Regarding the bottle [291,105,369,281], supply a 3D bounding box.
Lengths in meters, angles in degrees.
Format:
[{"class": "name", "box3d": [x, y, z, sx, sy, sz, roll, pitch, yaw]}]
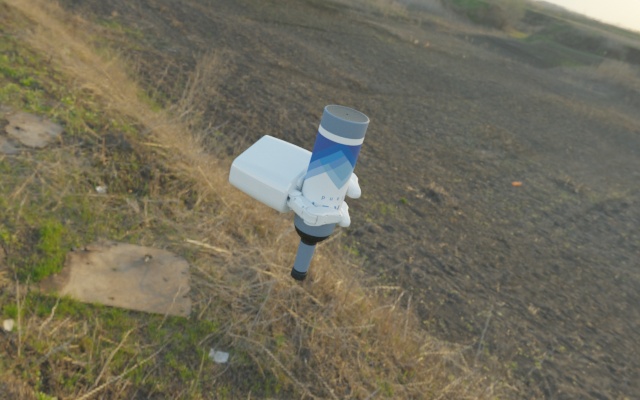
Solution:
[{"class": "bottle", "box3d": [0.000, 0.002, 0.744, 0.069, 0.296, 0.069, 13, 27, -7]}]
